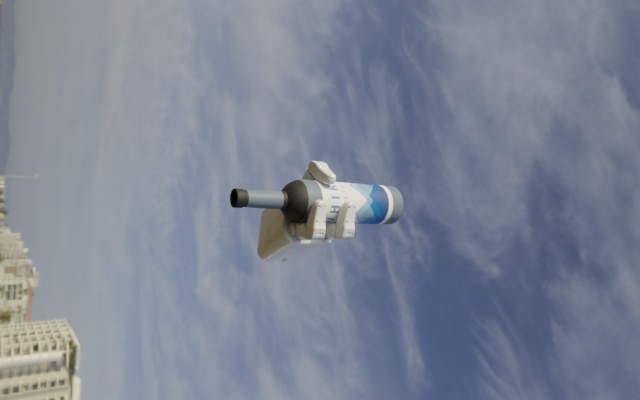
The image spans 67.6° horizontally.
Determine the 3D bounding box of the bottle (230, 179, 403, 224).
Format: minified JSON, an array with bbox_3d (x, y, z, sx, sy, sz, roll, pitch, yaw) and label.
[{"bbox_3d":[0.000,0.002,0.749,0.296,0.069,0.069,3,-2,-34],"label":"bottle"}]
